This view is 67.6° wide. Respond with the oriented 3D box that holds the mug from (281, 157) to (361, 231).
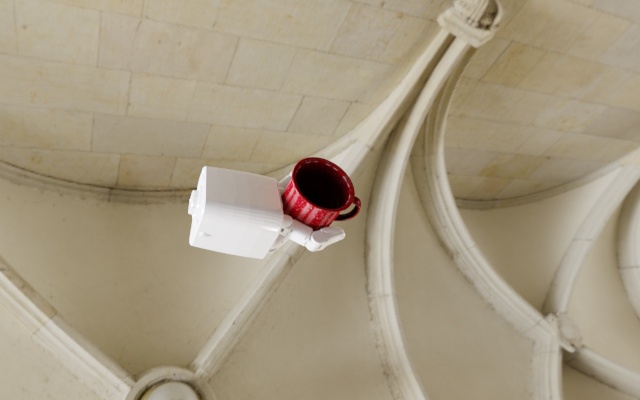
[{"bbox_3d":[0.001,0.003,0.679,0.117,0.093,0.081,13,-40,-20],"label":"mug"}]
